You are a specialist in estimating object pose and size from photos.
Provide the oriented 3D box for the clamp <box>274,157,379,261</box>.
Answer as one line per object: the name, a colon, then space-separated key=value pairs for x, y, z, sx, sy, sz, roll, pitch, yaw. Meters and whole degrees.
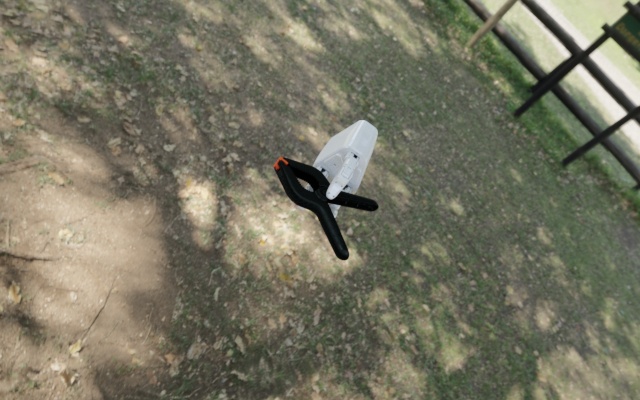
clamp: x=0.000 y=0.002 z=0.852 sx=0.210 sy=0.164 sz=0.036 roll=35 pitch=-47 yaw=-7
